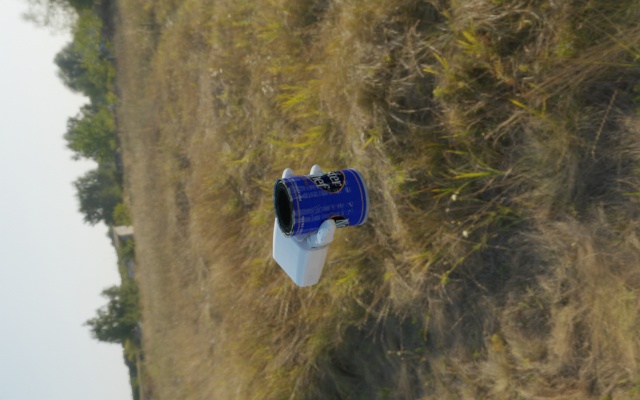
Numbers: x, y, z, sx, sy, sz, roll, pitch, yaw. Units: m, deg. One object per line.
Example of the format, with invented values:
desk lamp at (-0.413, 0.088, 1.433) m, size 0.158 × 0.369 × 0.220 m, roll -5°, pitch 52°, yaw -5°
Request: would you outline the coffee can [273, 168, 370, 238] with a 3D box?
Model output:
coffee can at (0.000, 0.003, 0.831) m, size 0.140 × 0.103 × 0.103 m, roll -9°, pitch 3°, yaw -22°
